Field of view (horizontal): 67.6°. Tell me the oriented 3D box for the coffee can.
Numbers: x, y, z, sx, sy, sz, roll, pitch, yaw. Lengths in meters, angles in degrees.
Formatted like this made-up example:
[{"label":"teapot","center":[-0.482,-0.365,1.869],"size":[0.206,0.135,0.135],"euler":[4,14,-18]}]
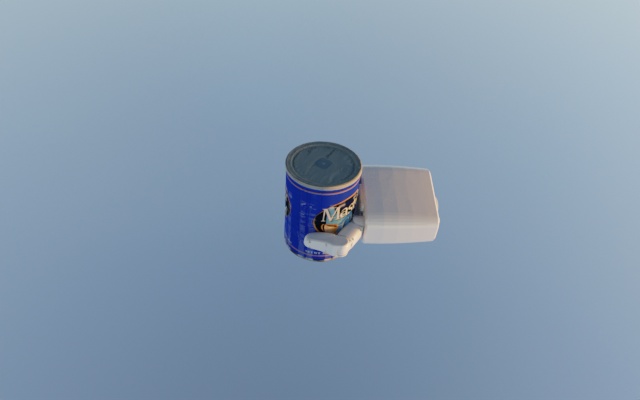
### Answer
[{"label":"coffee can","center":[0.000,0.002,0.680],"size":[0.103,0.140,0.102],"euler":[3,41,-2]}]
